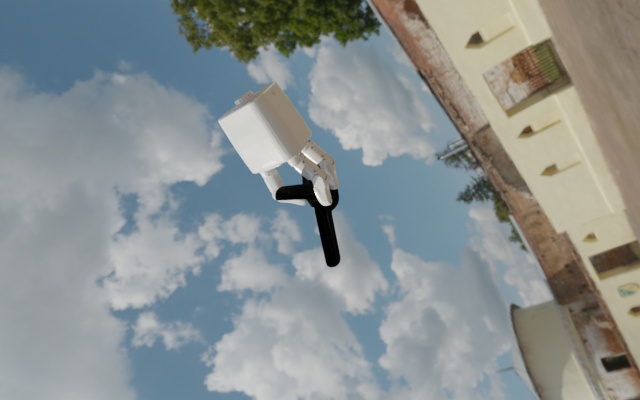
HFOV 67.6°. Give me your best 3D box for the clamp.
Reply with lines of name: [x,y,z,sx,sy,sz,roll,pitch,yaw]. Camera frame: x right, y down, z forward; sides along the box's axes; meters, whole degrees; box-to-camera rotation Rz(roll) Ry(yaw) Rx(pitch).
clamp: [-0.001,0.002,0.815,0.036,0.165,0.210,-22,22,24]
